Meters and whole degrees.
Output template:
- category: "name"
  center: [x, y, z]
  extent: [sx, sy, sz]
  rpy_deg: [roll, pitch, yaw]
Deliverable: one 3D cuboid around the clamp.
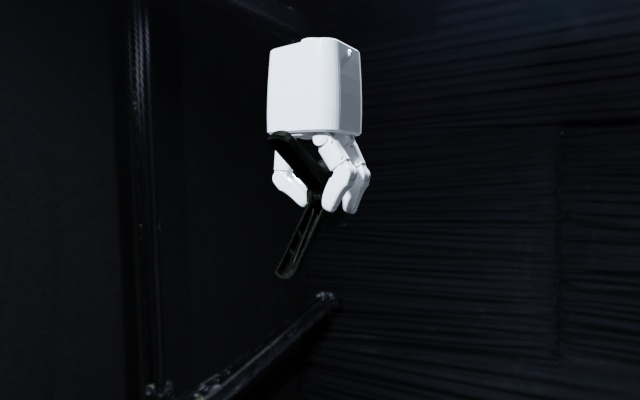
- category: "clamp"
  center: [0.000, 0.002, 0.591]
  extent: [0.036, 0.164, 0.210]
  rpy_deg: [5, 6, 28]
